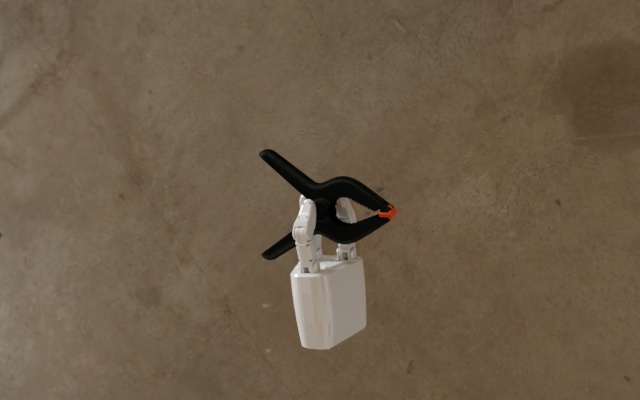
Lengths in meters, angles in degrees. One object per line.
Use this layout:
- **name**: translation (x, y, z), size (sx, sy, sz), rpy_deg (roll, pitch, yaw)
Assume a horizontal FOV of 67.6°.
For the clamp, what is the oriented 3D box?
- **clamp**: translation (0.000, 0.003, 0.670), size (0.210, 0.164, 0.036), rpy_deg (-4, 8, 24)
